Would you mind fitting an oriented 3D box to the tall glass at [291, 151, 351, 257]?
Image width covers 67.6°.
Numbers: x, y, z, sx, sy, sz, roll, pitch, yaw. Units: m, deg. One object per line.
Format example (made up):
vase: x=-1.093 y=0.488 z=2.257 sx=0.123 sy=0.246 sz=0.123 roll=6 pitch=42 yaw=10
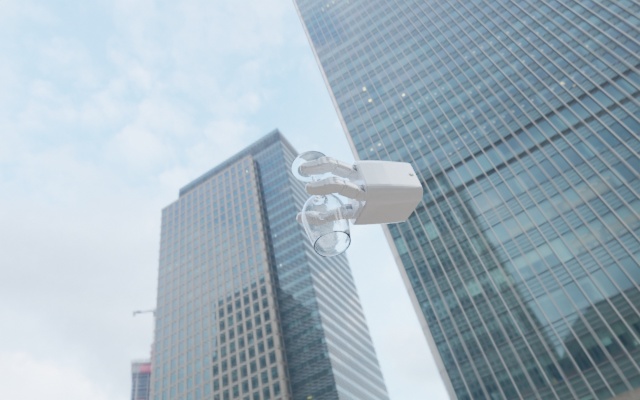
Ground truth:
tall glass: x=0.000 y=0.002 z=0.833 sx=0.079 sy=0.079 sz=0.200 roll=0 pitch=43 yaw=-15
